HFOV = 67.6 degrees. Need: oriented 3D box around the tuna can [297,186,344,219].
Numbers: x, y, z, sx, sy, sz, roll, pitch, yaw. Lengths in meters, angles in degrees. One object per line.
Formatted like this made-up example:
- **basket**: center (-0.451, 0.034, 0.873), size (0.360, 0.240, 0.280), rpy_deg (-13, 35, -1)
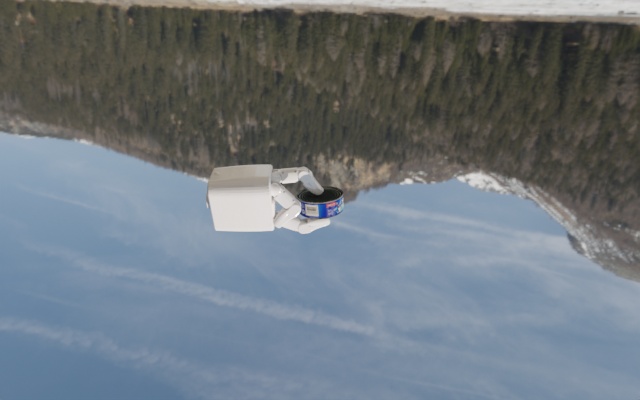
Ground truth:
- **tuna can**: center (0.000, 0.003, 0.881), size (0.086, 0.034, 0.086), rpy_deg (-3, 21, 1)
